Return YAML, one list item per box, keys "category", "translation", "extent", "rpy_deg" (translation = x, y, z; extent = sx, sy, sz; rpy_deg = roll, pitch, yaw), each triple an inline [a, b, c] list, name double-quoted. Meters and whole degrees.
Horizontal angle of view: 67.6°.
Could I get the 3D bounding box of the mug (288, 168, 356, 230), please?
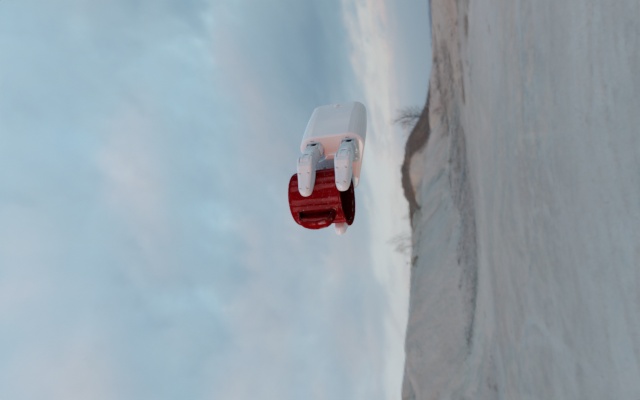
- category: "mug"
  translation: [0.000, 0.003, 0.705]
  extent: [0.081, 0.093, 0.117]
  rpy_deg: [-6, 38, 17]
